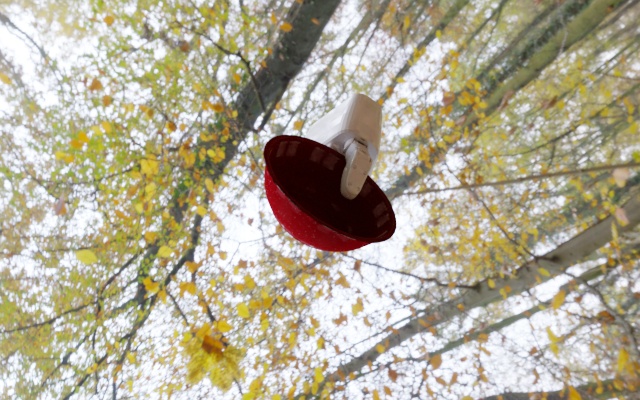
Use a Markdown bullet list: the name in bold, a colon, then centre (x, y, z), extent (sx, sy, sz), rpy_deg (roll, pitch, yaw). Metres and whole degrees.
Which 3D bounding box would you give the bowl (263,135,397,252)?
- **bowl**: centre (-0.001, 0.002, 0.506), extent (0.162, 0.055, 0.162), rpy_deg (27, 29, -17)
